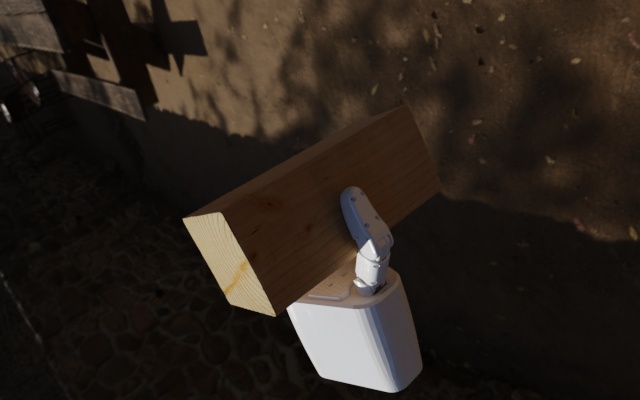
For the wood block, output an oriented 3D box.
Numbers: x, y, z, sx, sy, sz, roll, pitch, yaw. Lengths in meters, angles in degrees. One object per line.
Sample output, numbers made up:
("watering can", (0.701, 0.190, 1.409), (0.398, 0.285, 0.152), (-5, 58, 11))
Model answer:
("wood block", (0.000, 0.002, 0.426), (0.206, 0.090, 0.091), (-33, 14, -31))
